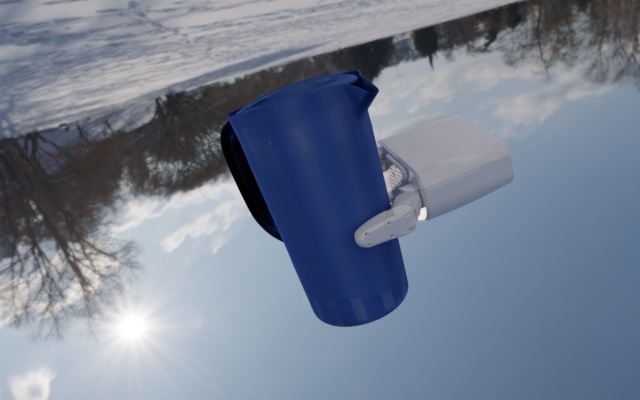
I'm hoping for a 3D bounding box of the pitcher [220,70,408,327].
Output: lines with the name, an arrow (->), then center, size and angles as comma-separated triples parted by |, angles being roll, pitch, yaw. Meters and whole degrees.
pitcher -> 0.000, 0.002, 0.492 | 0.145, 0.243, 0.149 | -22, 17, -11
